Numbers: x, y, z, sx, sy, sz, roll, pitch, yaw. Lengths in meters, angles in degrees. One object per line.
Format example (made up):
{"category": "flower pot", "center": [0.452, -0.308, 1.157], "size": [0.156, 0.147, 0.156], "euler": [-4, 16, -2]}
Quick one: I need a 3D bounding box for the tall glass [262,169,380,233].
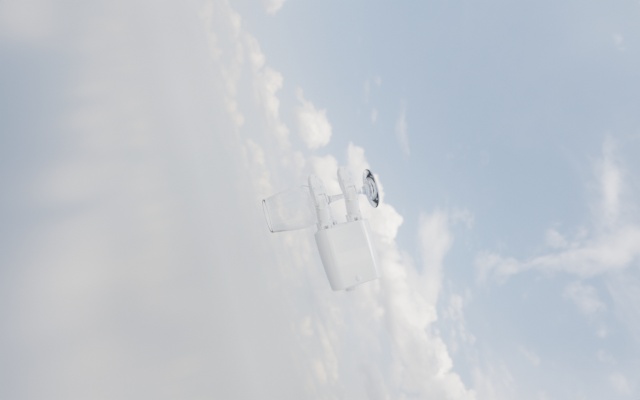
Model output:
{"category": "tall glass", "center": [0.001, 0.003, 0.860], "size": [0.201, 0.079, 0.079], "euler": [-15, 3, -13]}
